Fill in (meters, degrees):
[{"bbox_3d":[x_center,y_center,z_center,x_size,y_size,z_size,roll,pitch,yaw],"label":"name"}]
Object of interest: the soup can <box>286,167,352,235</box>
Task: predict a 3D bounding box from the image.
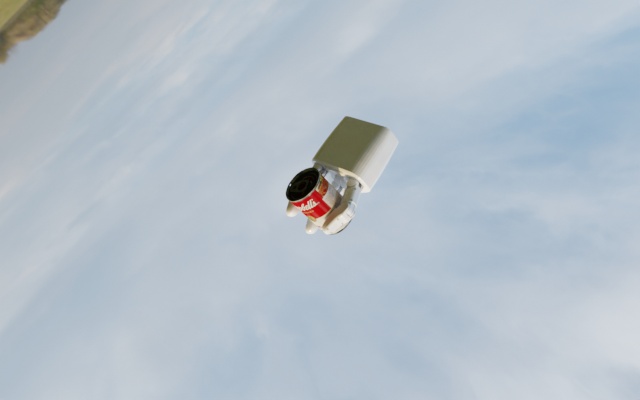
[{"bbox_3d":[0.000,0.003,0.789,0.068,0.068,0.102,0,-35,45],"label":"soup can"}]
